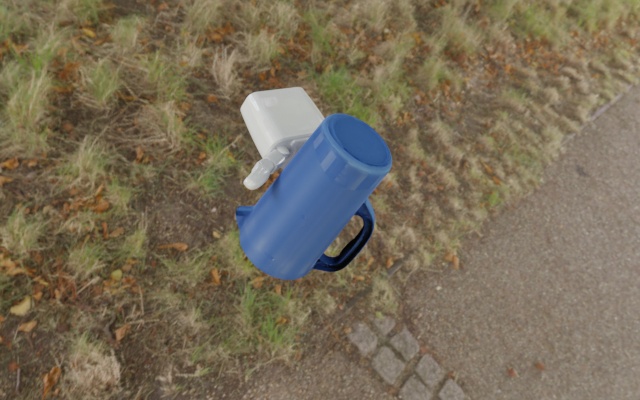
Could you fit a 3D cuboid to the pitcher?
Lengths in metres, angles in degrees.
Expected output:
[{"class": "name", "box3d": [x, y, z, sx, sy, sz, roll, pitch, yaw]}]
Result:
[{"class": "pitcher", "box3d": [0.000, 0.002, 0.683, 0.149, 0.145, 0.243, -3, -36, -42]}]
